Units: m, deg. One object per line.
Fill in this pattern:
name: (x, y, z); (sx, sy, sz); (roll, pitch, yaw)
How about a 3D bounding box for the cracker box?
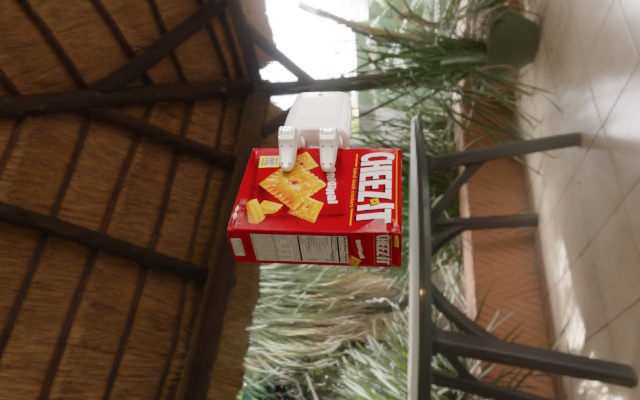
cracker box: (0.000, 0.002, 0.634); (0.213, 0.072, 0.164); (0, 44, 9)
